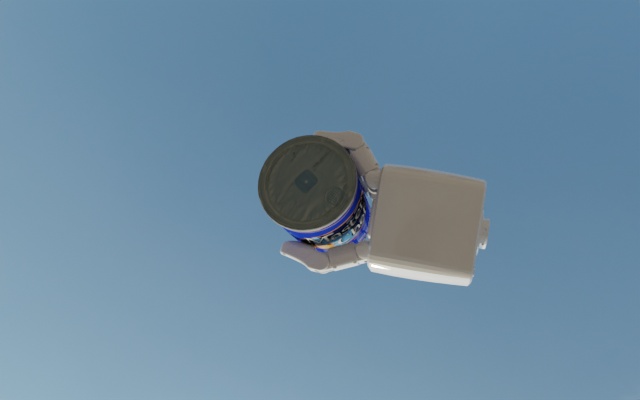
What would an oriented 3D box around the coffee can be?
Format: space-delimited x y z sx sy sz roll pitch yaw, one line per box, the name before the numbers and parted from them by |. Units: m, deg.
coffee can | 0.000 0.002 0.543 0.103 0.102 0.140 0 -18 13
